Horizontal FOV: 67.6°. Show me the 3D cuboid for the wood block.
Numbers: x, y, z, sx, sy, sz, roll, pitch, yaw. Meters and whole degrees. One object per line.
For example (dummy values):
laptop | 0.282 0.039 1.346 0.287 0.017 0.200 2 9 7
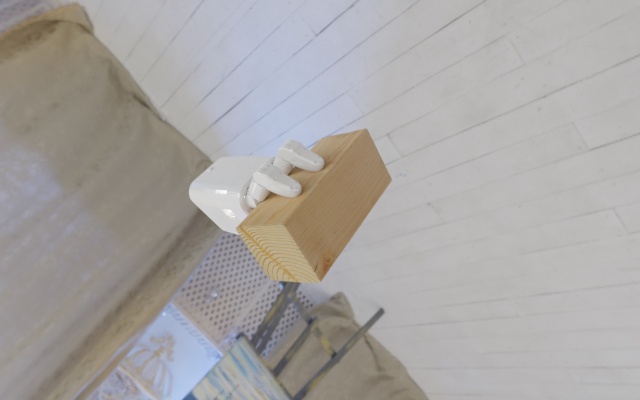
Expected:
wood block | 0.000 0.002 0.626 0.090 0.091 0.206 -6 34 42
